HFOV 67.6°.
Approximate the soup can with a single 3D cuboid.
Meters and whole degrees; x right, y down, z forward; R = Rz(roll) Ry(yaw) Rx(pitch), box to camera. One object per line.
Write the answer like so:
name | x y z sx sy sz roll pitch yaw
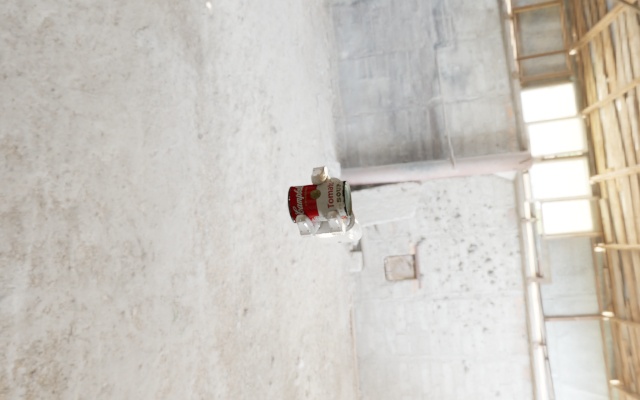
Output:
soup can | 0.000 0.002 0.843 0.102 0.068 0.068 -6 -1 14
